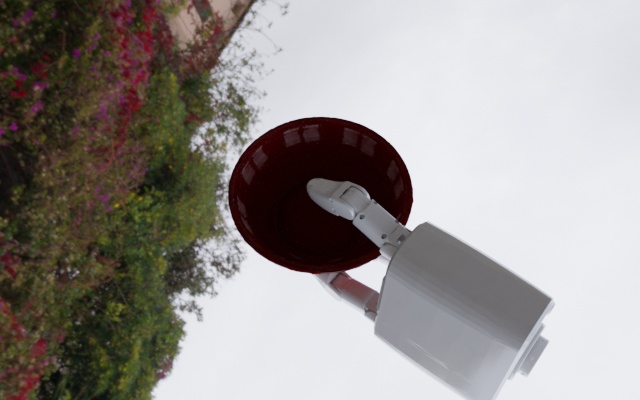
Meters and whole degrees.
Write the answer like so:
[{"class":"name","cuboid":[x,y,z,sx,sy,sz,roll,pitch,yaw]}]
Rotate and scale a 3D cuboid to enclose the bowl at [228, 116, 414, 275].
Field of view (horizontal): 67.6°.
[{"class":"bowl","cuboid":[-0.001,0.001,0.439,0.162,0.162,0.055,0,-31,0]}]
